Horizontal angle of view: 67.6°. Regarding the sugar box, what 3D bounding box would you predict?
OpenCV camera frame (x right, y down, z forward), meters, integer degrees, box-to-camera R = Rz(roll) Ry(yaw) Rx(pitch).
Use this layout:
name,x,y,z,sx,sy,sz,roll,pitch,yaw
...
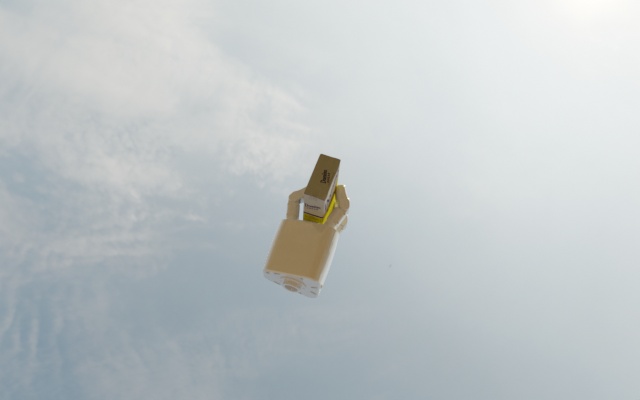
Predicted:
name,x,y,z,sx,sy,sz,roll,pitch,yaw
sugar box,0.001,0.003,0.893,0.048,0.093,0.176,19,-30,5
